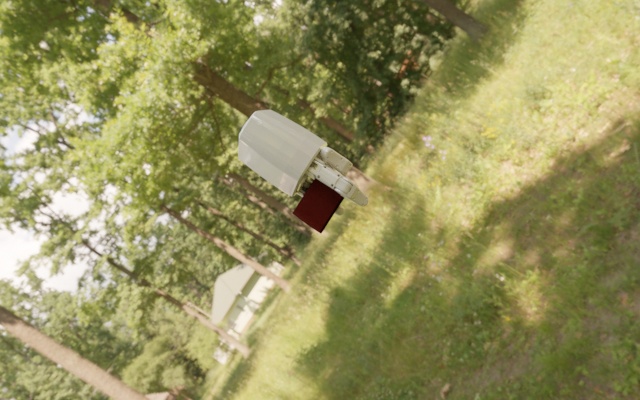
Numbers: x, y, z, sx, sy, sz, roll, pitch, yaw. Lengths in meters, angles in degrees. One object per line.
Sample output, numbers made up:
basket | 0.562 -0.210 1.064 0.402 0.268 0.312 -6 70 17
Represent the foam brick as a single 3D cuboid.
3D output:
foam brick | 0.000 0.003 0.705 0.051 0.078 0.053 33 -3 0
